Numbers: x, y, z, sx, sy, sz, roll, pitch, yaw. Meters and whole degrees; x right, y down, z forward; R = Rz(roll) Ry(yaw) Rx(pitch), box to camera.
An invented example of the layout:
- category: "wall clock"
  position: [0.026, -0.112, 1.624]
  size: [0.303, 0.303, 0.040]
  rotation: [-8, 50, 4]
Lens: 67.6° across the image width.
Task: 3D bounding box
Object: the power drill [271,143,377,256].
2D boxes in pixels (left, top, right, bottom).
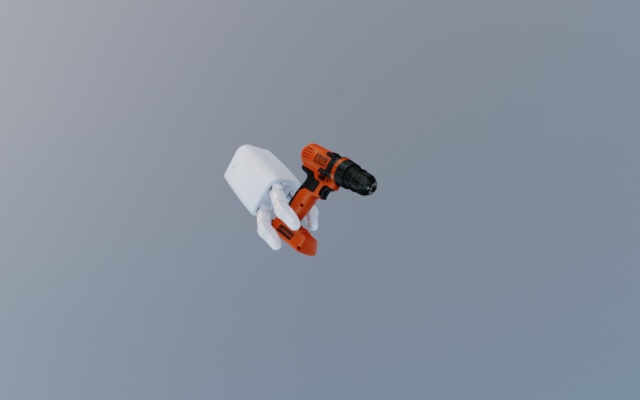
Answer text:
- category: "power drill"
  position: [0.000, 0.003, 0.866]
  size: [0.057, 0.187, 0.184]
  rotation: [26, 6, -46]
